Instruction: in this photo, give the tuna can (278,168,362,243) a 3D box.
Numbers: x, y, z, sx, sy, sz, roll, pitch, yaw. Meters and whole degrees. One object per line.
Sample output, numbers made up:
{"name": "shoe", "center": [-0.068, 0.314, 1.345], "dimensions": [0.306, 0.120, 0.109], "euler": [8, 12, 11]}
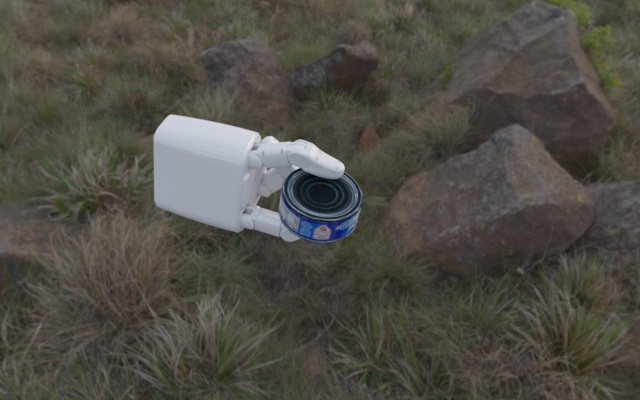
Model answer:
{"name": "tuna can", "center": [0.000, 0.001, 0.500], "dimensions": [0.086, 0.086, 0.034], "euler": [6, -45, -6]}
